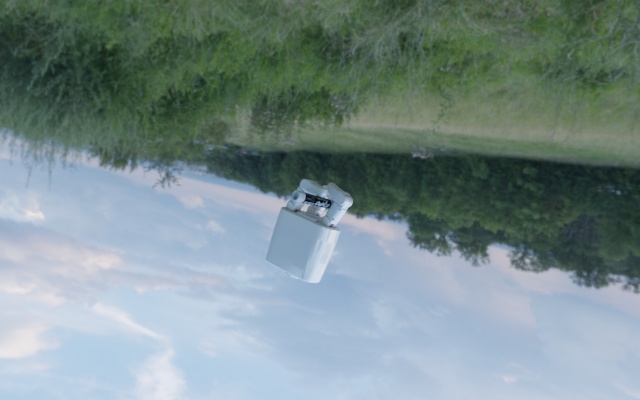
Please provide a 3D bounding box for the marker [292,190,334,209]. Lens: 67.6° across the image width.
[{"bbox_3d":[0.000,0.003,0.831,0.020,0.020,0.121,0,-10,45],"label":"marker"}]
